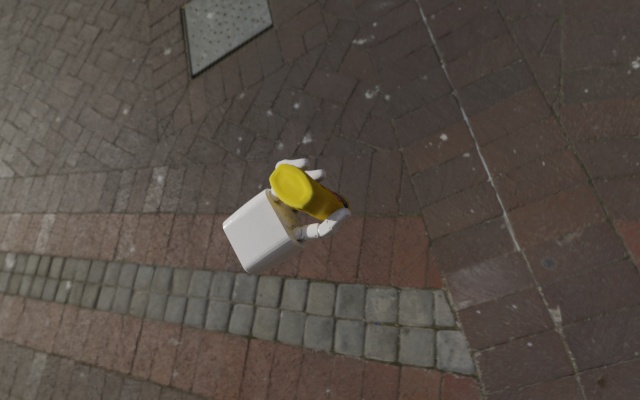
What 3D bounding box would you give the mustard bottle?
[{"bbox_3d":[0.000,0.002,0.813,0.096,0.058,0.192,38,5,34],"label":"mustard bottle"}]
